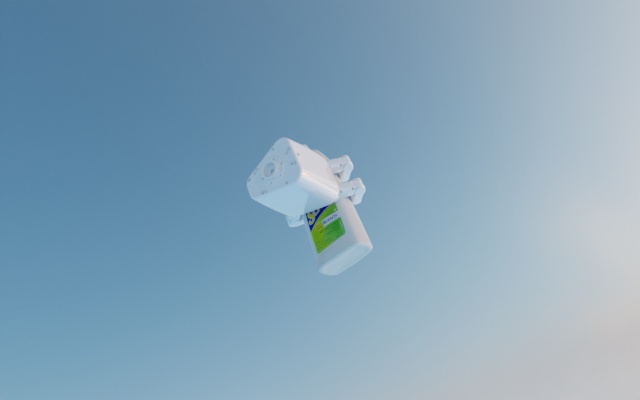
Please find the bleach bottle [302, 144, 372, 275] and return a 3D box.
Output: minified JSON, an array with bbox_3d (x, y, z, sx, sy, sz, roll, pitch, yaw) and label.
[{"bbox_3d":[0.000,0.003,0.868,0.102,0.250,0.068,-37,-33,20],"label":"bleach bottle"}]
